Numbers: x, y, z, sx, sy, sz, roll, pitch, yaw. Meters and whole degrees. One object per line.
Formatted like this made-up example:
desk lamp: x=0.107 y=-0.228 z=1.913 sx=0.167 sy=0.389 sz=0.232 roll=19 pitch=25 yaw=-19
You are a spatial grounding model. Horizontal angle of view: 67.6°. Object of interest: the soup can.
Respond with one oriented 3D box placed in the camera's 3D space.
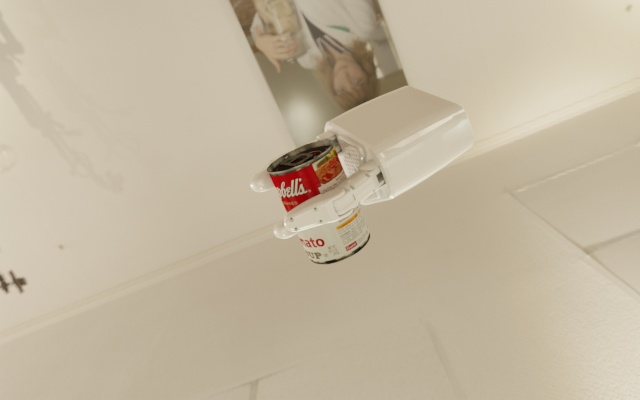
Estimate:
soup can: x=0.000 y=0.002 z=0.461 sx=0.068 sy=0.102 sz=0.068 roll=-21 pitch=20 yaw=8
